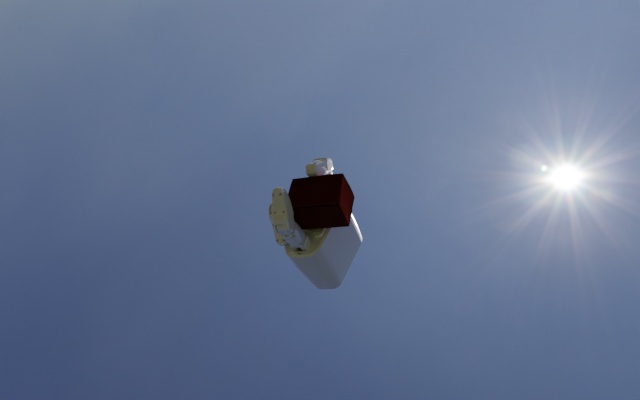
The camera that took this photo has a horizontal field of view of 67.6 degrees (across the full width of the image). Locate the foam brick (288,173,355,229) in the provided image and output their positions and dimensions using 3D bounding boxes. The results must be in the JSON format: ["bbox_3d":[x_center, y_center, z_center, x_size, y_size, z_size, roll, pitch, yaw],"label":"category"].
[{"bbox_3d":[0.000,0.002,0.641,0.078,0.053,0.051,-5,-39,24],"label":"foam brick"}]
